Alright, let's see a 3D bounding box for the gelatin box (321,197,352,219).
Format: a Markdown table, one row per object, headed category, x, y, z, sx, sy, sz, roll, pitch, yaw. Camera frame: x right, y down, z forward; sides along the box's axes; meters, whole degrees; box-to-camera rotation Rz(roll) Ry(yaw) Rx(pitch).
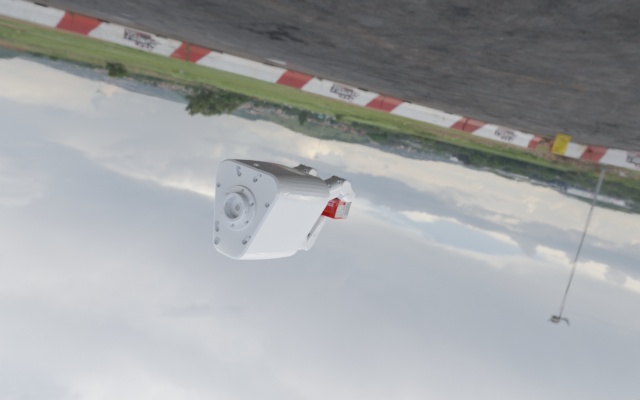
| category | x | y | z | sx | sy | sz | roll | pitch | yaw |
| --- | --- | --- | --- | --- | --- | --- | --- | --- | --- |
| gelatin box | 0.000 | 0.003 | 0.698 | 0.073 | 0.030 | 0.089 | 18 | 3 | 15 |
